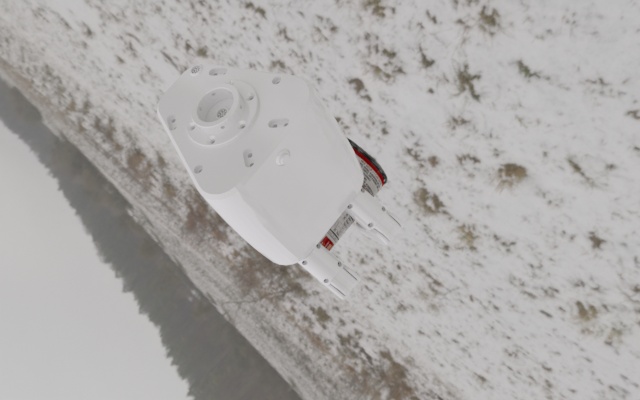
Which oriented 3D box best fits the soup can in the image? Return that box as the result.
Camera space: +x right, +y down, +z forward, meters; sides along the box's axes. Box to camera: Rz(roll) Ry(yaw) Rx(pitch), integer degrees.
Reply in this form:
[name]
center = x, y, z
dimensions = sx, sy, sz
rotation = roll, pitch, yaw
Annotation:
[soup can]
center = 0.000, 0.002, 0.410
dimensions = 0.068, 0.102, 0.068
rotation = 38, -9, 7
